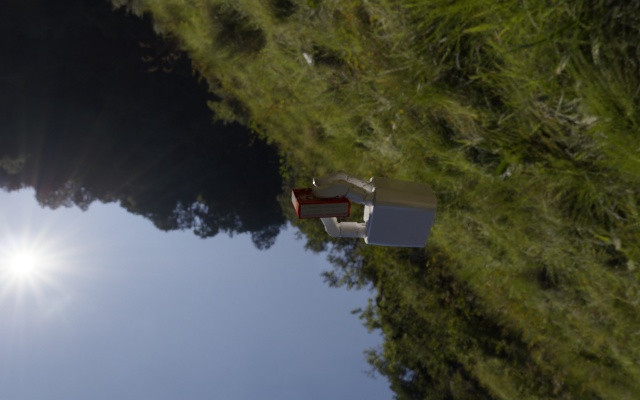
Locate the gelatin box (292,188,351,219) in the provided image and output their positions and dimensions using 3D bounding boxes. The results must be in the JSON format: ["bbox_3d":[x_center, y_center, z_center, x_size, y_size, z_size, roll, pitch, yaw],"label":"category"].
[{"bbox_3d":[0.000,0.003,0.815,0.089,0.030,0.073,-3,22,-11],"label":"gelatin box"}]
